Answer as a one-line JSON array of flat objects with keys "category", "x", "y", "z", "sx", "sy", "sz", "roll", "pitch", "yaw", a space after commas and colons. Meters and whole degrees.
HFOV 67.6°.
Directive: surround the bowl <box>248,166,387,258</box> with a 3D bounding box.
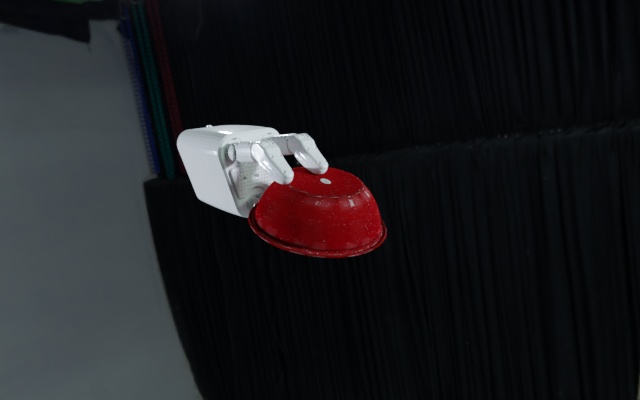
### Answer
[{"category": "bowl", "x": 0.001, "y": 0.002, "z": 0.547, "sx": 0.162, "sy": 0.055, "sz": 0.162, "roll": 7, "pitch": 24, "yaw": -3}]
